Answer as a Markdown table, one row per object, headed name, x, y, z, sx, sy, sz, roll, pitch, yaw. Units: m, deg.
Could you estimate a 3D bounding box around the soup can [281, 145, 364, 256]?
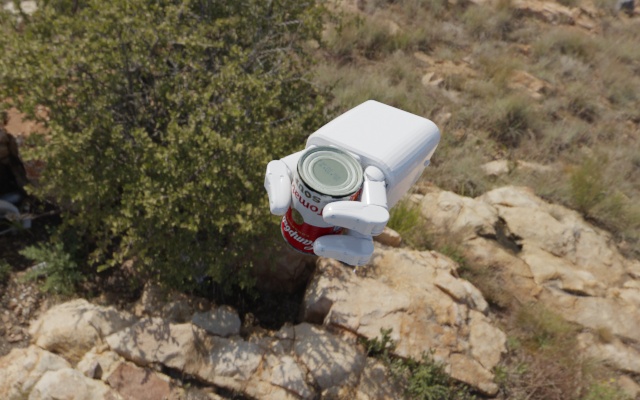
| name | x | y | z | sx | sy | sz | roll | pitch | yaw |
| --- | --- | --- | --- | --- | --- | --- | --- | --- | --- |
| soup can | 0.000 | 0.002 | 0.494 | 0.068 | 0.068 | 0.102 | 0 | -38 | -15 |
